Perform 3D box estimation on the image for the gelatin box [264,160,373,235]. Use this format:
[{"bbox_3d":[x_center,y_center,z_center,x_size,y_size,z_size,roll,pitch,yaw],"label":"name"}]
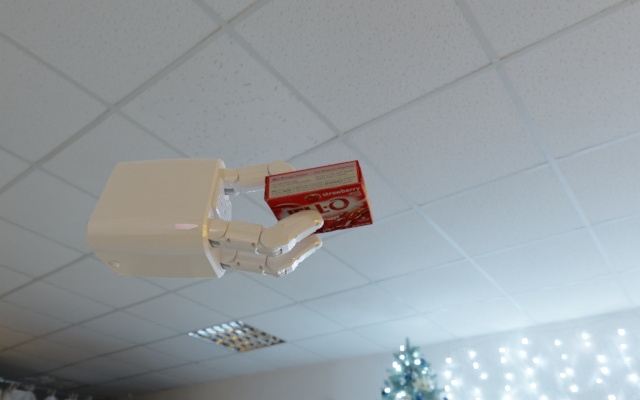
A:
[{"bbox_3d":[0.000,0.001,0.448,0.089,0.030,0.073,-10,-34,9],"label":"gelatin box"}]
